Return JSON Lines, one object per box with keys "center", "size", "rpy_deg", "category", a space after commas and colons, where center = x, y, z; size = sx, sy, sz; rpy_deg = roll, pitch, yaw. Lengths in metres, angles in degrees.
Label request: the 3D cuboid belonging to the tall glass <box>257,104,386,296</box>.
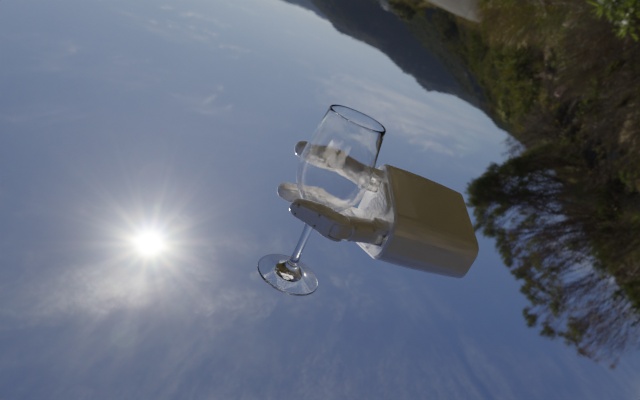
{"center": [0.000, 0.002, 0.513], "size": [0.079, 0.201, 0.079], "rpy_deg": [20, 23, -9], "category": "tall glass"}
